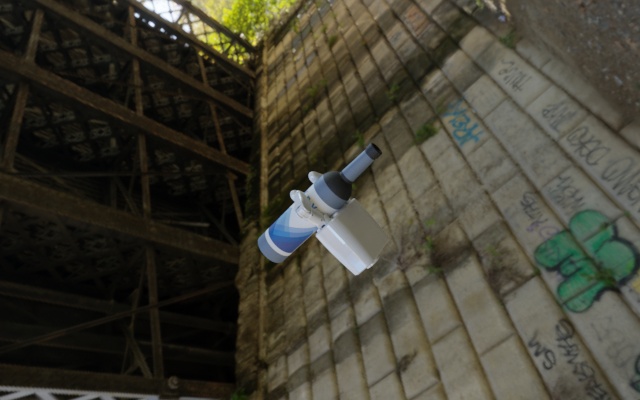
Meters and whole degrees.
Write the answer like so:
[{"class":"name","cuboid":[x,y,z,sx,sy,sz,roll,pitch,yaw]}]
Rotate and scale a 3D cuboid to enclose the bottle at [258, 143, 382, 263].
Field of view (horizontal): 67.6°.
[{"class":"bottle","cuboid":[0.000,0.003,0.887,0.296,0.069,0.069,-44,-20,23]}]
